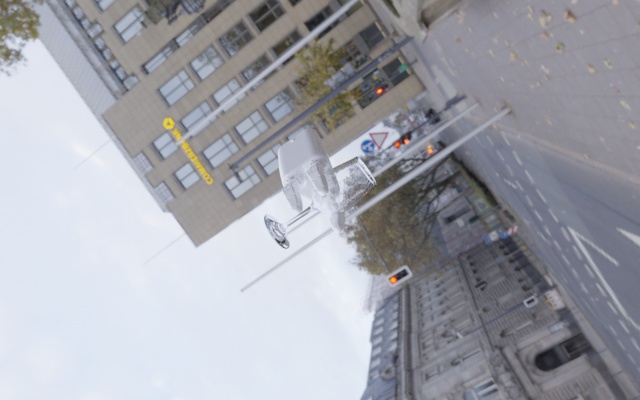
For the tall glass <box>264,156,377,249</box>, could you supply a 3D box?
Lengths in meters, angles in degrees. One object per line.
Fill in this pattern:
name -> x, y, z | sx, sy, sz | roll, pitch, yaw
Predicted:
tall glass -> 0.000, 0.003, 0.848 | 0.201, 0.079, 0.079 | -34, -9, 14
